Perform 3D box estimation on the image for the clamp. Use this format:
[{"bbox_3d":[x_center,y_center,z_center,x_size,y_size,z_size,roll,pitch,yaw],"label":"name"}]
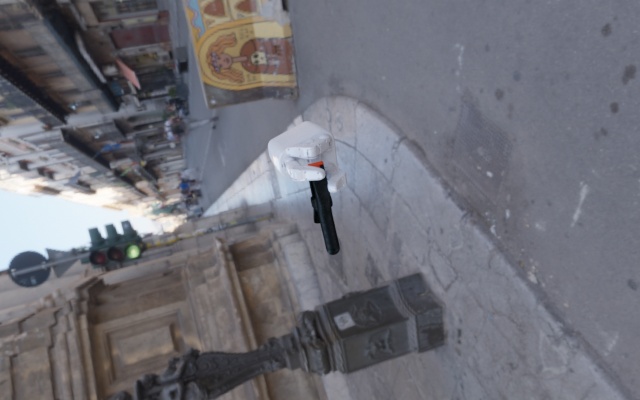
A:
[{"bbox_3d":[0.000,0.003,0.877,0.039,0.171,0.120,-14,24,-15],"label":"clamp"}]
